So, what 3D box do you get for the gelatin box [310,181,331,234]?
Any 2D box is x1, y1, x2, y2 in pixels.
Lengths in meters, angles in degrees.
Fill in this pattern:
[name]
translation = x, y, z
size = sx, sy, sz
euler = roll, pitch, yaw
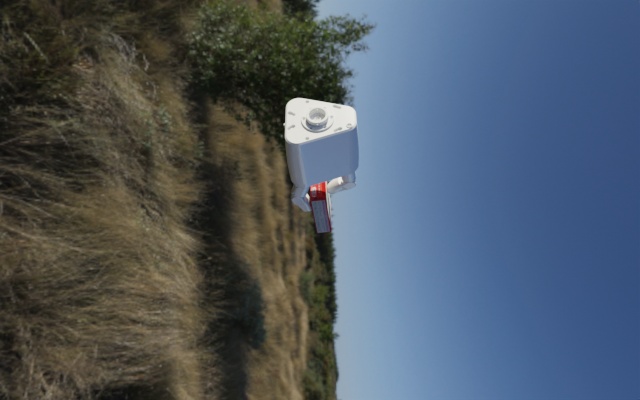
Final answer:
[gelatin box]
translation = 0.001, 0.003, 0.853
size = 0.030, 0.073, 0.089
euler = -6, -45, 5
